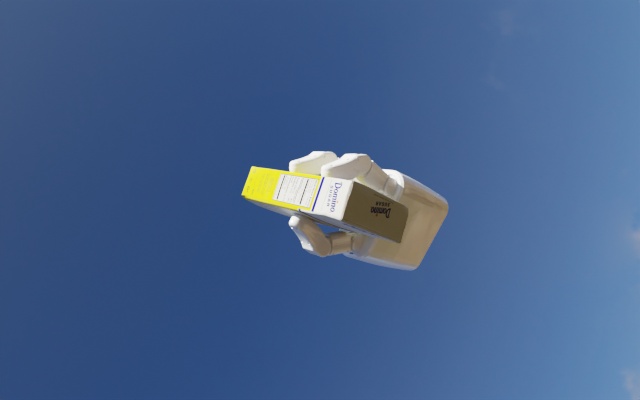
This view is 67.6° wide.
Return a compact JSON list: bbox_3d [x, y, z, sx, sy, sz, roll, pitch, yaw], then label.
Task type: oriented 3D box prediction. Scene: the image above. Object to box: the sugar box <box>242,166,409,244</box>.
[{"bbox_3d":[0.000,0.001,0.523,0.093,0.048,0.176,23,-10,-41],"label":"sugar box"}]
